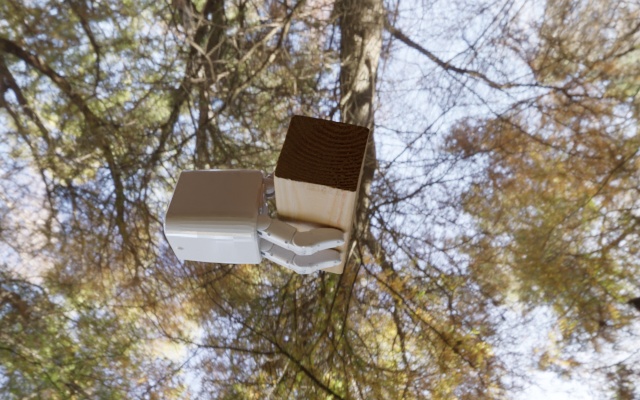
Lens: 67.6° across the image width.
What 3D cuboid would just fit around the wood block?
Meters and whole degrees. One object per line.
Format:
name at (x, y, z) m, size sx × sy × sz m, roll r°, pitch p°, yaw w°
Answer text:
wood block at (0.000, 0.002, 0.594) m, size 0.090 × 0.090 × 0.206 m, roll 11°, pitch -31°, yaw 5°
